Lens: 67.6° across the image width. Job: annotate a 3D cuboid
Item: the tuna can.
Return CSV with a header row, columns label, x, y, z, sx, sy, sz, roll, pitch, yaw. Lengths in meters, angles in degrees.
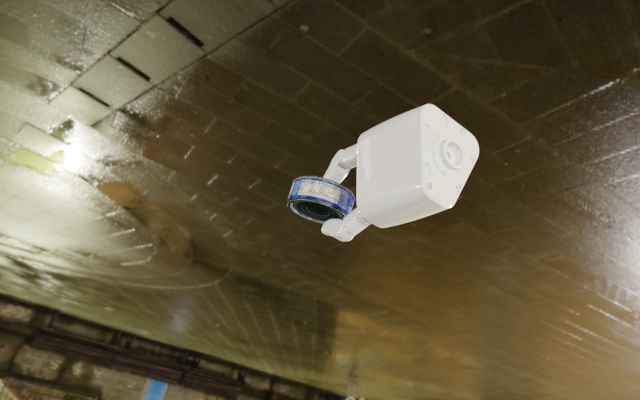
label,x,y,z,sx,sy,sz,roll,pitch,yaw
tuna can,0.000,0.003,0.625,0.086,0.033,0.086,14,-20,5
